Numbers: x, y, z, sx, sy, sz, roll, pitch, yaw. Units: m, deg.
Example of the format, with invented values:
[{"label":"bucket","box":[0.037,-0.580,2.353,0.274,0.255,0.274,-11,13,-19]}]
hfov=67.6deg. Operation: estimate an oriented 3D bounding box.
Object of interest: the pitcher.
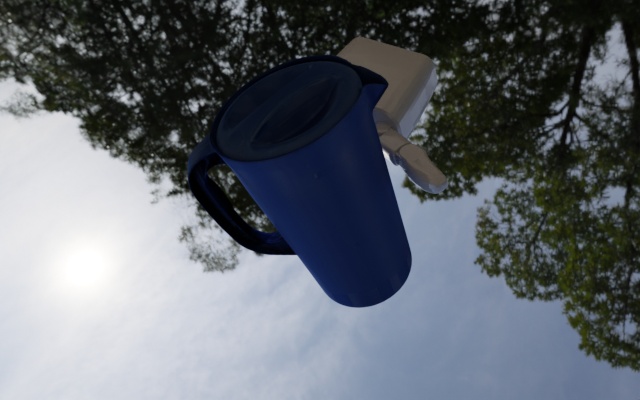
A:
[{"label":"pitcher","box":[0.000,0.001,0.459,0.149,0.145,0.243,12,-35,36]}]
